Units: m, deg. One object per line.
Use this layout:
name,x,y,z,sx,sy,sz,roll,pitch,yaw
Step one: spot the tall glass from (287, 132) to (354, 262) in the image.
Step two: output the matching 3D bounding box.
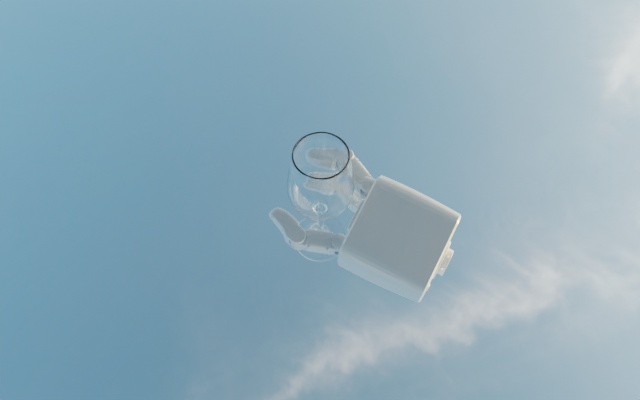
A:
tall glass,0.000,0.002,0.585,0.079,0.079,0.201,0,-30,0
